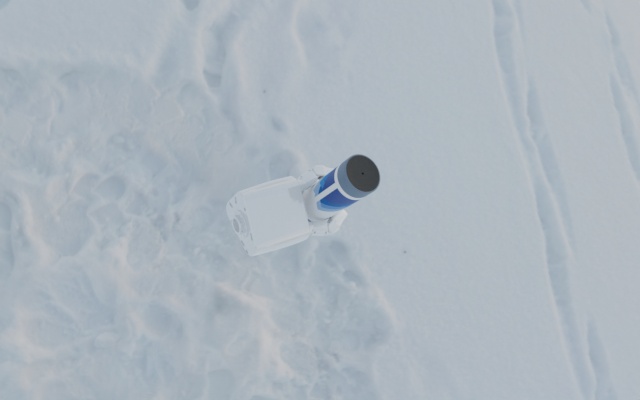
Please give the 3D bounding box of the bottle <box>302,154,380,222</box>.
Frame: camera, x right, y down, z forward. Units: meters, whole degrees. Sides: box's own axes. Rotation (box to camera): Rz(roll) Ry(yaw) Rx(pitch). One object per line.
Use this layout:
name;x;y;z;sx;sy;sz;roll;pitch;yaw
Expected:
bottle;0.000;0.003;0.873;0.069;0.069;0.296;0;-18;-28
